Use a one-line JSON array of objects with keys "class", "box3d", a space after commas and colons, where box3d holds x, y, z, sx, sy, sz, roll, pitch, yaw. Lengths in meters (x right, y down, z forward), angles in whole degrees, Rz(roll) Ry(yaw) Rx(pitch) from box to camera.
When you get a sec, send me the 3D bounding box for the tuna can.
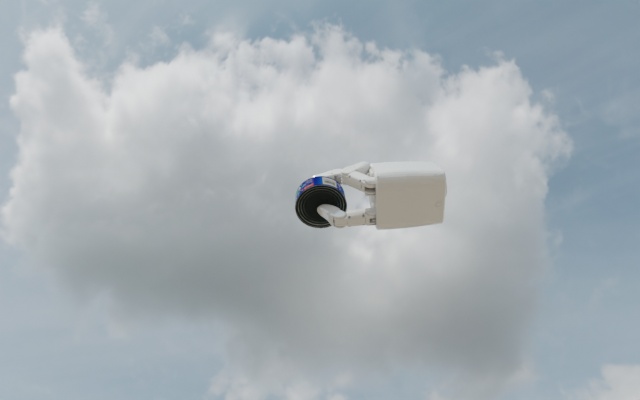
[{"class": "tuna can", "box3d": [0.000, 0.002, 0.798, 0.086, 0.086, 0.033, 0, 34, -4]}]
